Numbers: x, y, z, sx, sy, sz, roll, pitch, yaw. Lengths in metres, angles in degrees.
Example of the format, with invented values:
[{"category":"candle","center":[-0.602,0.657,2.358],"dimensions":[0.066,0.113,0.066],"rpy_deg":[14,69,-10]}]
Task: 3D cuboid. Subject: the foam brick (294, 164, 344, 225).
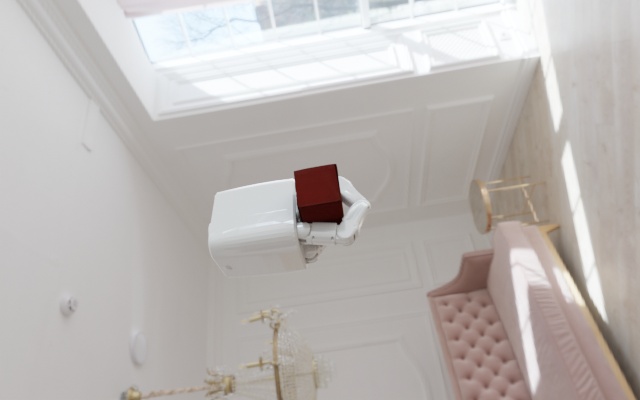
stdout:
[{"category":"foam brick","center":[0.000,0.002,0.571],"dimensions":[0.051,0.053,0.078],"rpy_deg":[-8,-32,3]}]
